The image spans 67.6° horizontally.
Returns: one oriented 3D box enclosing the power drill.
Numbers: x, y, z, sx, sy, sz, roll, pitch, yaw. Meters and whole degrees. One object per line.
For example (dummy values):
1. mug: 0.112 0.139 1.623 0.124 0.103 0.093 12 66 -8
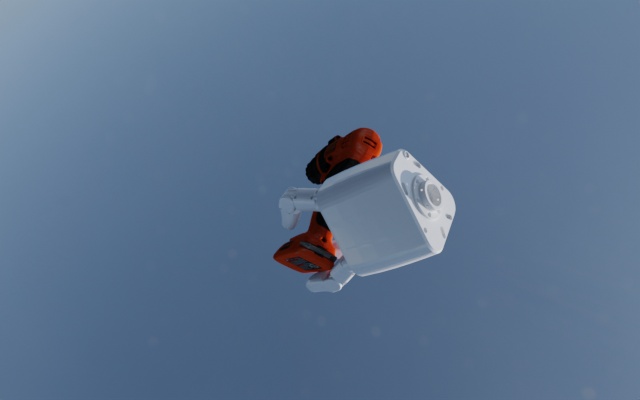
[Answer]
1. power drill: 0.000 0.002 0.646 0.057 0.187 0.184 26 -19 -16
